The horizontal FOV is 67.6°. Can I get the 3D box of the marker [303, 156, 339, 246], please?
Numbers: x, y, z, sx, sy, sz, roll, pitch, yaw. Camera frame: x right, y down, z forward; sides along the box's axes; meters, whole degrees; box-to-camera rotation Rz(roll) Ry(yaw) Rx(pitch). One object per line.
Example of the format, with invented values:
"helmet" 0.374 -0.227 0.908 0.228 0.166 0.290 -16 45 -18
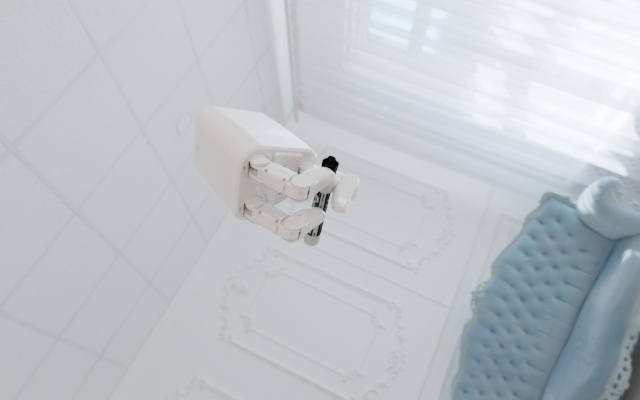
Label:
"marker" 0.000 0.002 0.547 0.020 0.121 0.020 9 36 -7
